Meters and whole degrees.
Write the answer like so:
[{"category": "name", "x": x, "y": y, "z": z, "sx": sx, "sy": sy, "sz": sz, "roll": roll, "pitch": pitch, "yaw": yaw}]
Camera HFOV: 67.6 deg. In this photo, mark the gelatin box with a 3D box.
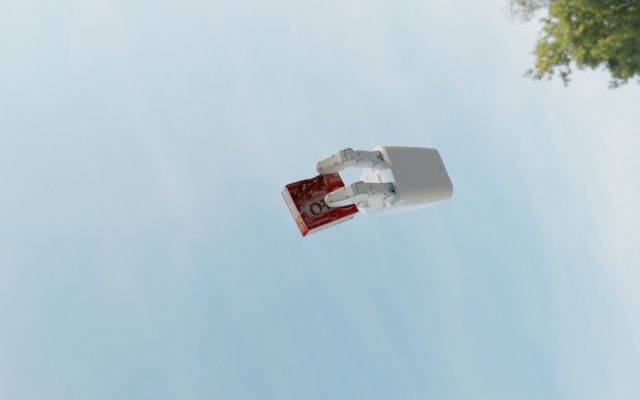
[{"category": "gelatin box", "x": 0.000, "y": 0.002, "z": 0.675, "sx": 0.089, "sy": 0.073, "sz": 0.030, "roll": -19, "pitch": -18, "yaw": -28}]
